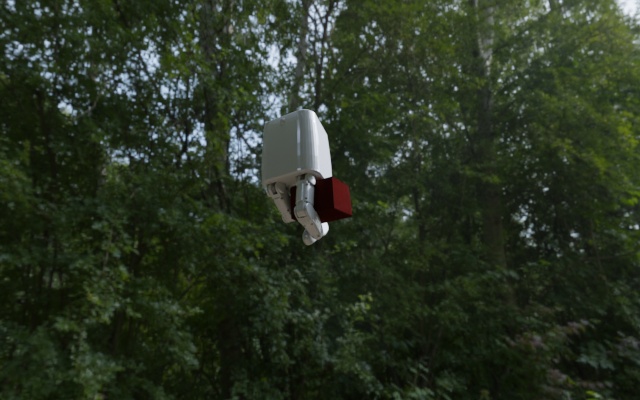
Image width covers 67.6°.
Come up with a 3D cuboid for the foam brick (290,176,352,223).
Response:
[{"bbox_3d":[0.000,0.002,0.717,0.078,0.051,0.053,-14,-23,29],"label":"foam brick"}]
